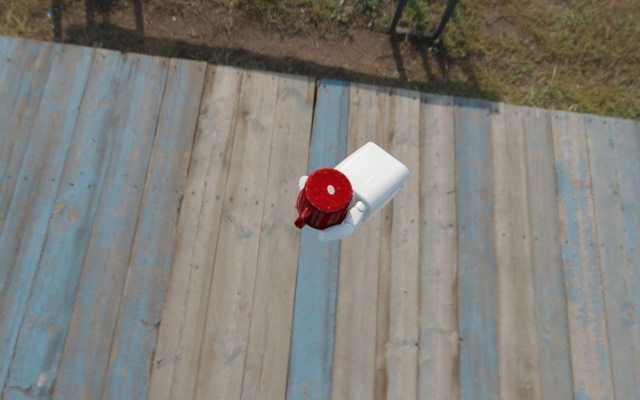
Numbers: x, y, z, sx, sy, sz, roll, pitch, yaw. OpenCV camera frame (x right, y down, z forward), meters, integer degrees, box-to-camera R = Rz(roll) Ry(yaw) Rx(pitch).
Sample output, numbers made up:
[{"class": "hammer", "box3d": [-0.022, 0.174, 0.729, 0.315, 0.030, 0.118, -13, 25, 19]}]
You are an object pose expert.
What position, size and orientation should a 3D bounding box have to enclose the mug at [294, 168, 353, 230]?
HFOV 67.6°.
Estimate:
[{"class": "mug", "box3d": [-0.001, 0.003, 0.804, 0.117, 0.093, 0.081, -41, -9, -18]}]
